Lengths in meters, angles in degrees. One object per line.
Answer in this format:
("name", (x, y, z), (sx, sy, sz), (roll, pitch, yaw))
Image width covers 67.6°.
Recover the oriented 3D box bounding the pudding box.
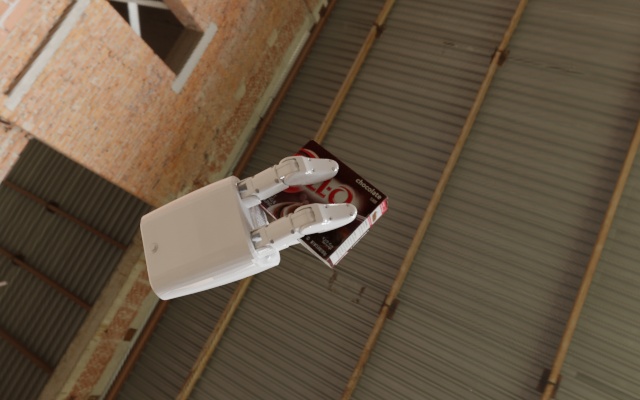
("pudding box", (0.000, 0.002, 0.497), (0.113, 0.090, 0.039), (40, -11, 23))
